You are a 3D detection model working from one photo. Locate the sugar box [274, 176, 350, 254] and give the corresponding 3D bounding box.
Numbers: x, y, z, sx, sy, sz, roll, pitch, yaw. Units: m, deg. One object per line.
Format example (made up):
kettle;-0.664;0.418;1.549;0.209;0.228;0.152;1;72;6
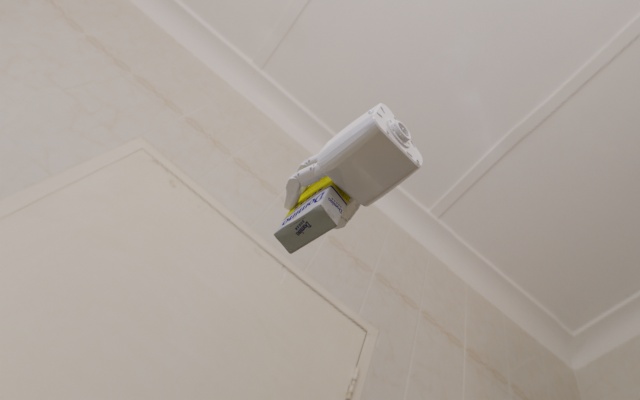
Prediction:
sugar box;0.000;0.002;0.732;0.093;0.048;0.176;-33;11;28
